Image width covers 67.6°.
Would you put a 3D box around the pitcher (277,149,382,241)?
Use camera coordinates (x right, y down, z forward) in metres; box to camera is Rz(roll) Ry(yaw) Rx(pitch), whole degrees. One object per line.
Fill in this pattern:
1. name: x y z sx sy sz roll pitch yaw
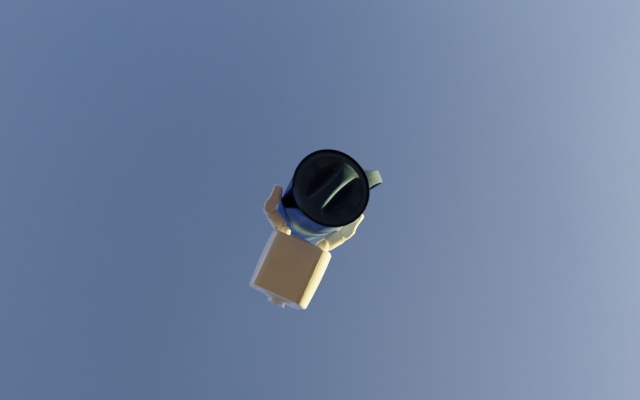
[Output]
1. pitcher: 0.000 0.003 0.889 0.149 0.145 0.243 27 -18 -7
